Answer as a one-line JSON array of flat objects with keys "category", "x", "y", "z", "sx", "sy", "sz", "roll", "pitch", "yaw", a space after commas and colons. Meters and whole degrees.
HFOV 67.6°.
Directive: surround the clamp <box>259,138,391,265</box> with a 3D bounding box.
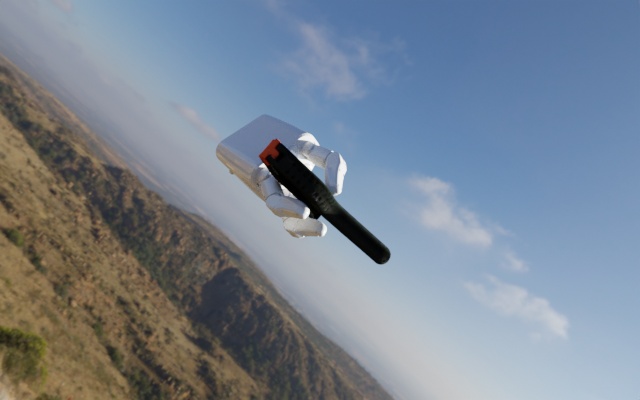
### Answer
[{"category": "clamp", "x": 0.000, "y": 0.001, "z": 0.603, "sx": 0.164, "sy": 0.036, "sz": 0.210, "roll": 31, "pitch": -12, "yaw": 40}]
